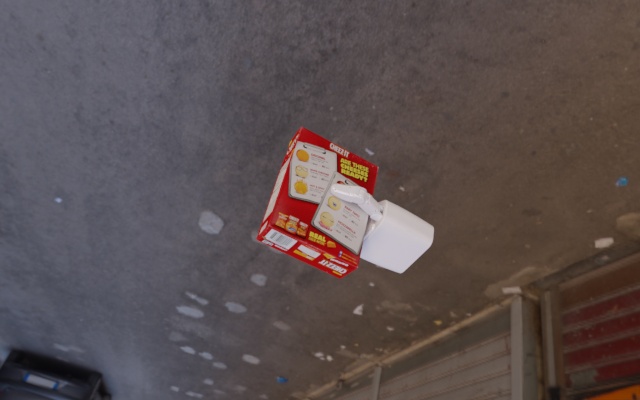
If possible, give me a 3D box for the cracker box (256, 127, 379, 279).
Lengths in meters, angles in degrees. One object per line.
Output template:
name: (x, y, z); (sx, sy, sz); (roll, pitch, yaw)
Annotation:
cracker box: (0.000, 0.003, 0.818); (0.164, 0.213, 0.072); (26, -36, -16)
